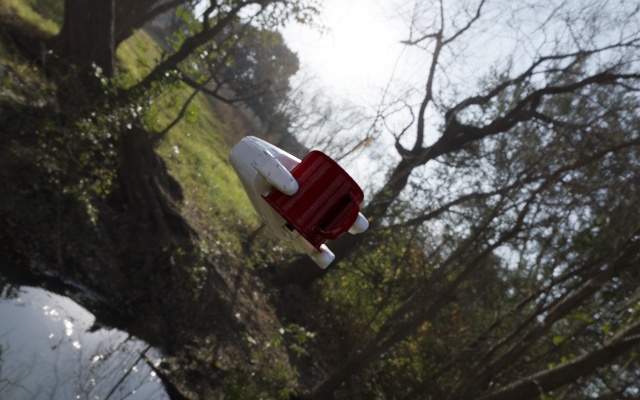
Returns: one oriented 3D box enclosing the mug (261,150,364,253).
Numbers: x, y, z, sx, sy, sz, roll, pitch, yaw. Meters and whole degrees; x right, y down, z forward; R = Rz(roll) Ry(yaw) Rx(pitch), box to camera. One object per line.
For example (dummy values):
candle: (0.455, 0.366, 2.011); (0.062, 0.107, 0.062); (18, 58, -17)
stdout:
mug: (0.001, 0.002, 0.526); (0.093, 0.081, 0.117); (47, -6, -35)
